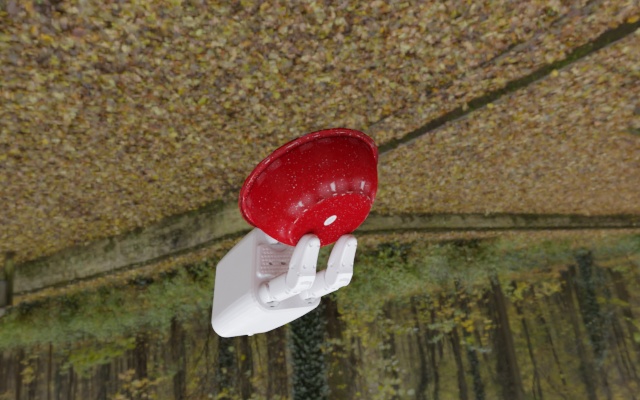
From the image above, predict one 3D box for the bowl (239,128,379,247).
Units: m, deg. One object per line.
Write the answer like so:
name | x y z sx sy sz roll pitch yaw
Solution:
bowl | 0.001 0.001 0.497 0.162 0.055 0.162 -20 -33 -13
